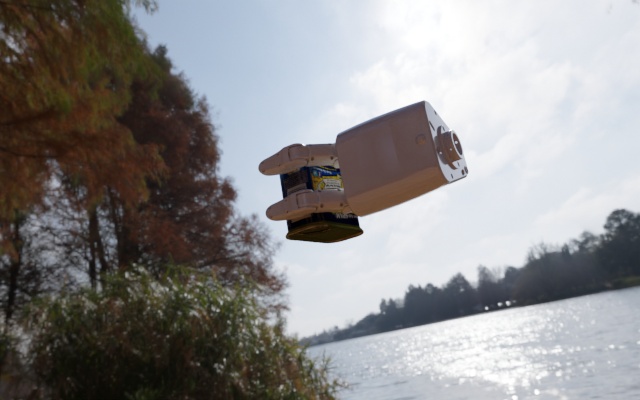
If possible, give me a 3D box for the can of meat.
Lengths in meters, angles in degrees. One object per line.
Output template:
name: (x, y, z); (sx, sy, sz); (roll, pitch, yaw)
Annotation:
can of meat: (0.000, 0.002, 0.565); (0.057, 0.084, 0.102); (-21, -20, 34)
